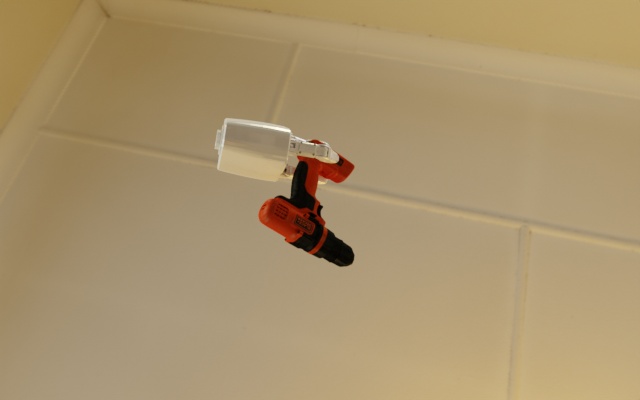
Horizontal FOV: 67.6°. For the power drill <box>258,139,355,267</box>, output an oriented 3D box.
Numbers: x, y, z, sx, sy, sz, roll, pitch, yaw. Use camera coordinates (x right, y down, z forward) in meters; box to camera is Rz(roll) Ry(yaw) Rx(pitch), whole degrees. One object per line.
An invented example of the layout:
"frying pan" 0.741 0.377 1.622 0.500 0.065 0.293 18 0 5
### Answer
"power drill" 0.000 0.002 0.818 0.184 0.187 0.057 33 -36 -22
